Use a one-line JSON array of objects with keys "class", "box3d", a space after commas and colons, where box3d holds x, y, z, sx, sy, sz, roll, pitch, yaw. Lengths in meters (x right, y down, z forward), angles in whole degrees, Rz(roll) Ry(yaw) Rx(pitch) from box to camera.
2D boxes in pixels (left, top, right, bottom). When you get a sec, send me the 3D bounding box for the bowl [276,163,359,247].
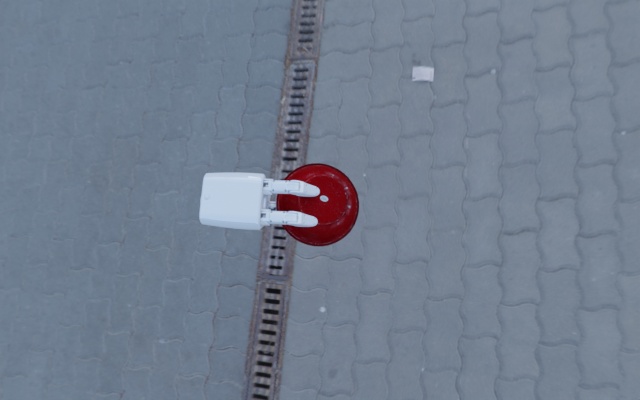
[{"class": "bowl", "box3d": [0.002, 0.003, 0.887, 0.162, 0.162, 0.055, 0, -10, -11]}]
